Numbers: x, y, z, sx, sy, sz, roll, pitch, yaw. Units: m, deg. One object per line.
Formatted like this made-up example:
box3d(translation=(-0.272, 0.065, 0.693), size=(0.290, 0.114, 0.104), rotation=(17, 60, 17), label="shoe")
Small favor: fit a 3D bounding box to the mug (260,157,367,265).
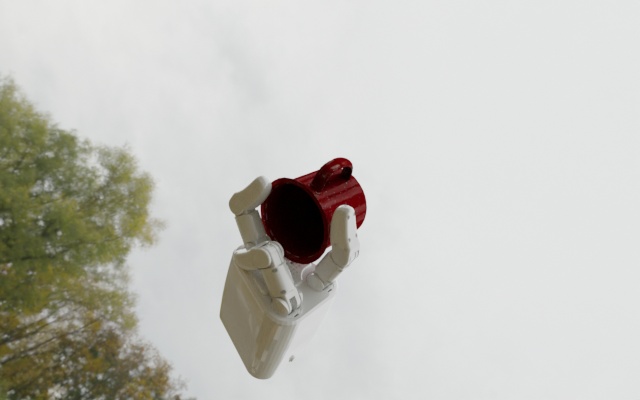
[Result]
box3d(translation=(0.001, 0.000, 0.508), size=(0.093, 0.117, 0.081), rotation=(40, 38, 22), label="mug")
